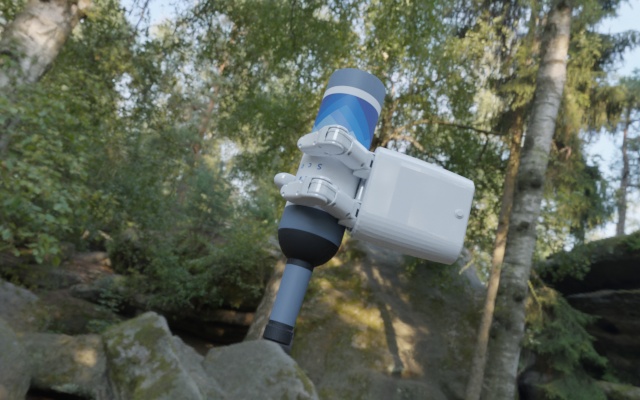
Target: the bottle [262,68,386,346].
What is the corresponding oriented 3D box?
[{"bbox_3d":[0.000,0.001,0.501,0.069,0.295,0.069,16,-19,6],"label":"bottle"}]
